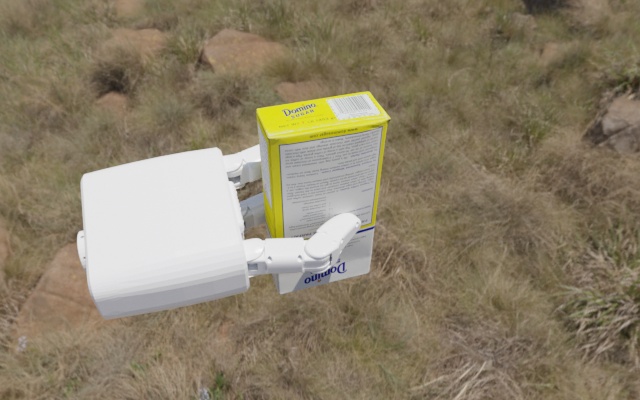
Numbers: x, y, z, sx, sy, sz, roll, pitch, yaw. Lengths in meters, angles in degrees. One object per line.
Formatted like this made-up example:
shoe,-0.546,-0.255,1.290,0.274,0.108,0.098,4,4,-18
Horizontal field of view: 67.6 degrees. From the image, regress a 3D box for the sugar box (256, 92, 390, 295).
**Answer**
sugar box,0.000,0.001,0.403,0.093,0.176,0.048,-11,46,-14
